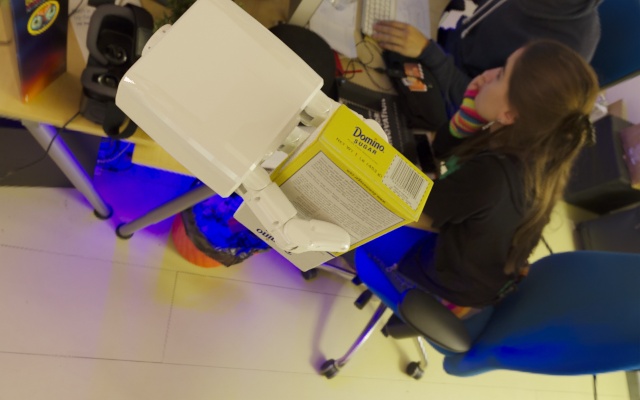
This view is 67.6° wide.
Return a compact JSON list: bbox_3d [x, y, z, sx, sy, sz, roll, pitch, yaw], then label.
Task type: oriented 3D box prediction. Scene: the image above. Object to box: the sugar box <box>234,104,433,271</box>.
[{"bbox_3d":[0.000,0.001,0.403,0.093,0.048,0.176,40,-31,-12],"label":"sugar box"}]
